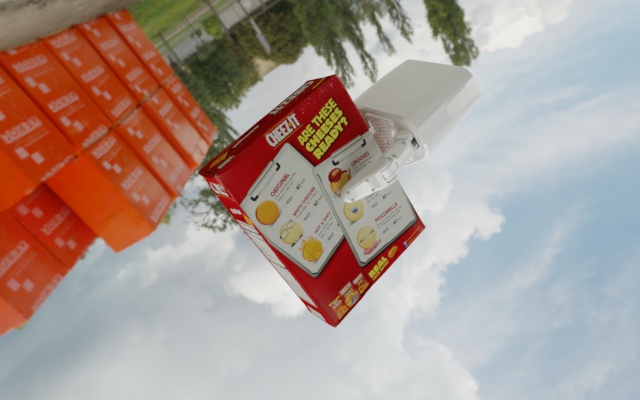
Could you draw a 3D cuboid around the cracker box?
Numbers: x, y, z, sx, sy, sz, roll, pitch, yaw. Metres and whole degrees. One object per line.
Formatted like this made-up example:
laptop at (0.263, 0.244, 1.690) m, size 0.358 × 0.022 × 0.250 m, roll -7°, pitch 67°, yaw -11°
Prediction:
cracker box at (0.000, 0.002, 0.518) m, size 0.164 × 0.214 × 0.072 m, roll -44°, pitch 25°, yaw -20°
